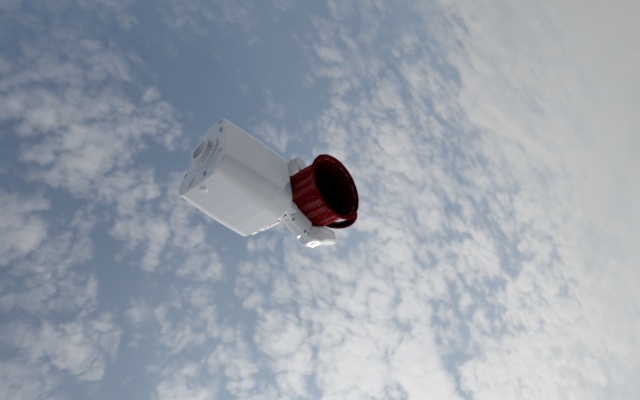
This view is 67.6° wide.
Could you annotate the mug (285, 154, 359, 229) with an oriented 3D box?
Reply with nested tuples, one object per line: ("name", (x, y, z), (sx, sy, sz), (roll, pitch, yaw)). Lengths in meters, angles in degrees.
("mug", (0.001, 0.003, 0.655), (0.081, 0.093, 0.117), (-27, -50, 35))
